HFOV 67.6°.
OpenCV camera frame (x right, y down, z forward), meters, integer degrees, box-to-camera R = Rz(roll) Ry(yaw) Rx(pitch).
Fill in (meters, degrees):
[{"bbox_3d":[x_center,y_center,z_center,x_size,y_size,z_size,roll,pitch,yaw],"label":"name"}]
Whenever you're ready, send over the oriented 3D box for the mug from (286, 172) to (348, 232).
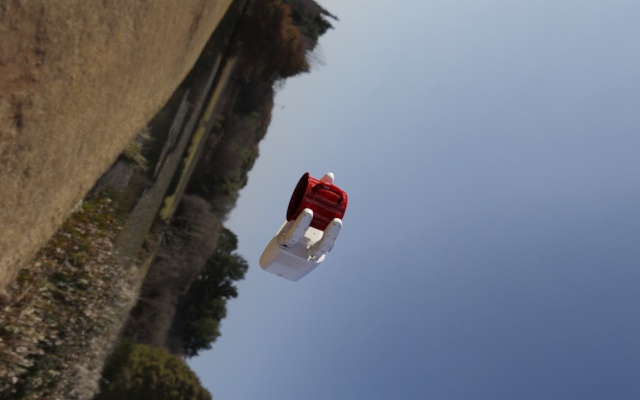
[{"bbox_3d":[0.001,0.002,0.828,0.081,0.093,0.117,22,-34,-15],"label":"mug"}]
